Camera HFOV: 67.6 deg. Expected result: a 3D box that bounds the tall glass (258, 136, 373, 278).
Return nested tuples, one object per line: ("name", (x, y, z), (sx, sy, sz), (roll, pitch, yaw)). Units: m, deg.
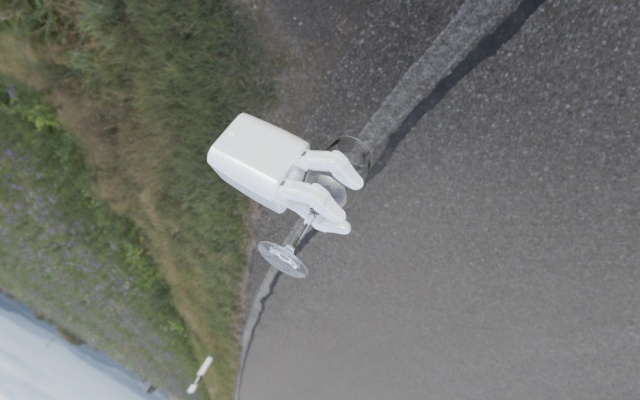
("tall glass", (0.000, 0.003, 0.648), (0.079, 0.201, 0.079), (26, -28, 15))
